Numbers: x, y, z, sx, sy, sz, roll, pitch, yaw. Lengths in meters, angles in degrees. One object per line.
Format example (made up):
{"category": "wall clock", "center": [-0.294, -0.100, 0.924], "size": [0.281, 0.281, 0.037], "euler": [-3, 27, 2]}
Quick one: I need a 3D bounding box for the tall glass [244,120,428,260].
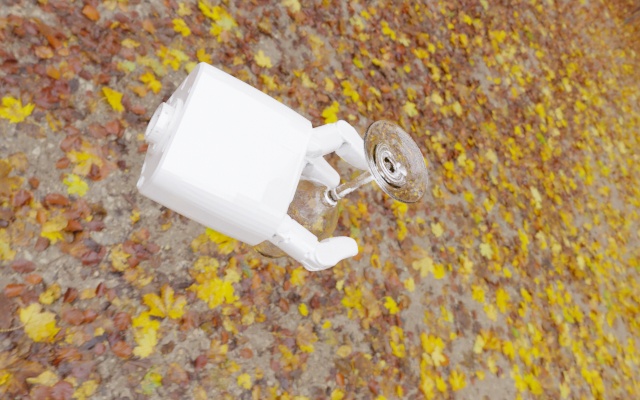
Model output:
{"category": "tall glass", "center": [0.001, 0.001, 0.457], "size": [0.079, 0.079, 0.201], "euler": [0, -20, -42]}
